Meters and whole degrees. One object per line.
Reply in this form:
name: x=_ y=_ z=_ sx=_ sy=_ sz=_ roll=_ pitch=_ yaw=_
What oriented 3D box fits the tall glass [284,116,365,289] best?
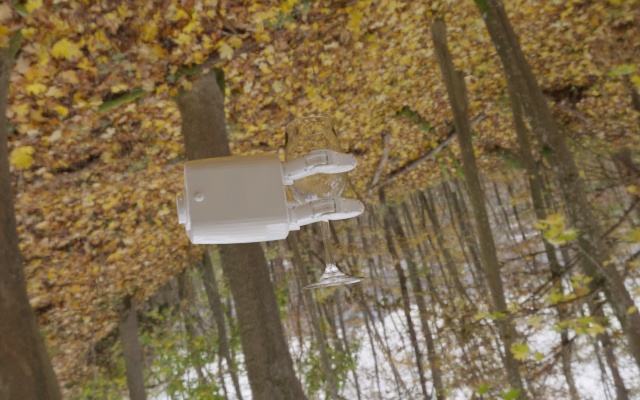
tall glass: x=0.000 y=0.003 z=0.581 sx=0.079 sy=0.201 sz=0.079 roll=-8 pitch=-13 yaw=-2
